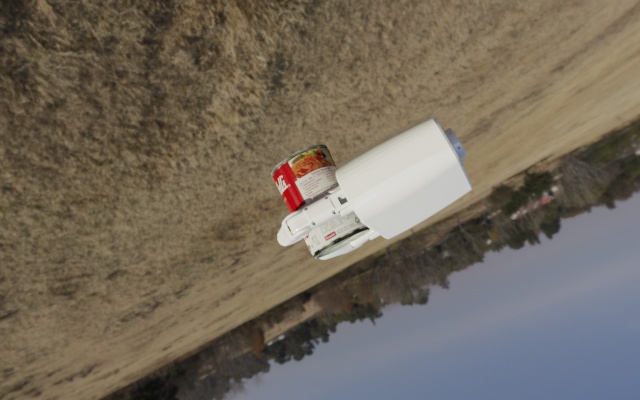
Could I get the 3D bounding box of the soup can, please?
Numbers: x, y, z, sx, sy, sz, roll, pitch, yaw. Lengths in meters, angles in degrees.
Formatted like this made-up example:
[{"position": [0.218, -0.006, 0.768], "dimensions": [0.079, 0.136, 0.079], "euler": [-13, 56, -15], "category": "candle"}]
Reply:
[{"position": [0.000, 0.002, 0.507], "dimensions": [0.068, 0.102, 0.068], "euler": [-27, -11, -6], "category": "soup can"}]
